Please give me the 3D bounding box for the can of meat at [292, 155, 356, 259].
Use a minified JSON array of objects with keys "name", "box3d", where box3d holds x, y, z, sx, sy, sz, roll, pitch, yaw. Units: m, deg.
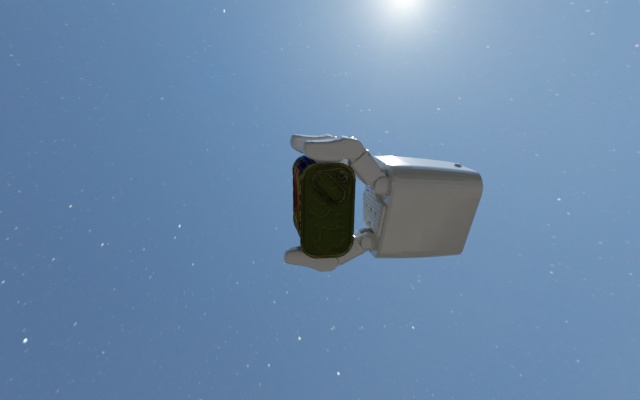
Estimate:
[{"name":"can of meat","box3d":[0.000,0.002,0.529,0.057,0.102,0.084,-2,15,-11]}]
